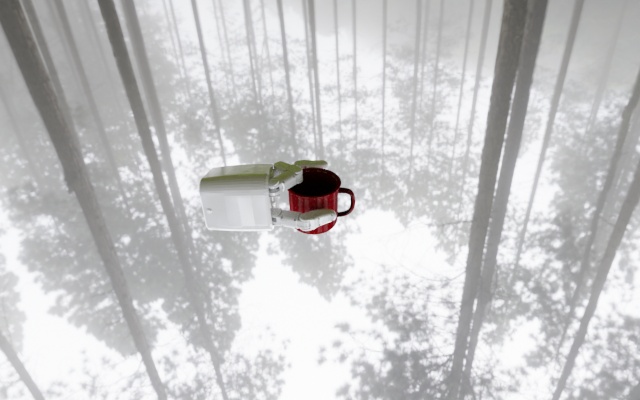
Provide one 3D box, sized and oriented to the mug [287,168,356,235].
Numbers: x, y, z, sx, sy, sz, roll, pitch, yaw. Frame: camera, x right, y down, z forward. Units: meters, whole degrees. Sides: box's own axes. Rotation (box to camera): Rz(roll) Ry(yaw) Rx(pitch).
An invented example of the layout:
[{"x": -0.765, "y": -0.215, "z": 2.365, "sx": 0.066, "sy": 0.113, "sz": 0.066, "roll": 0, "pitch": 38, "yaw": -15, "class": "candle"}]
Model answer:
[{"x": 0.002, "y": 0.003, "z": 0.802, "sx": 0.117, "sy": 0.082, "sz": 0.093, "roll": -1, "pitch": 35, "yaw": 1, "class": "mug"}]
